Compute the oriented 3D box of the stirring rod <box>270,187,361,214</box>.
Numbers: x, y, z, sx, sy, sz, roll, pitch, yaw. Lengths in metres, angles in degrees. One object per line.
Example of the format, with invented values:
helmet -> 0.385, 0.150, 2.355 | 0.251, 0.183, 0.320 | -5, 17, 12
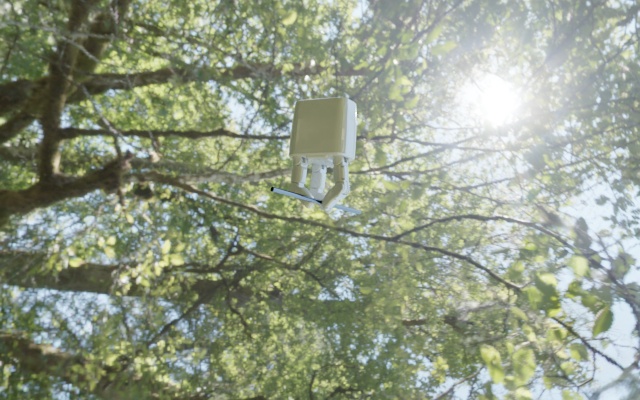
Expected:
stirring rod -> 0.000, 0.003, 0.836 | 0.011, 0.011, 0.239 | 0, -10, 40
